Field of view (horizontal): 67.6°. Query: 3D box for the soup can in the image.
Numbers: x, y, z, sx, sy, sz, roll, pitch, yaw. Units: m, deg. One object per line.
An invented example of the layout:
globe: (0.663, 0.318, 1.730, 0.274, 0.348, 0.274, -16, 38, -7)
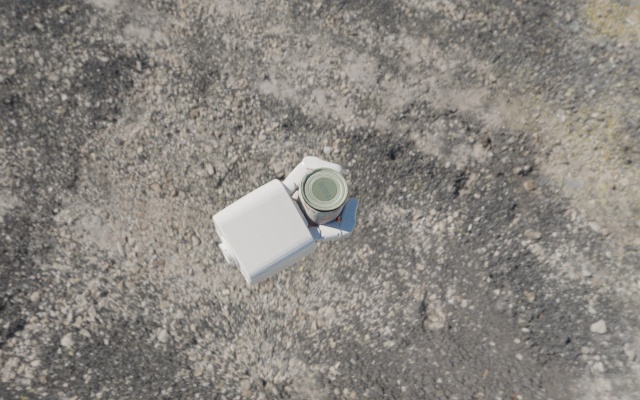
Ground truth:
soup can: (0.001, 0.002, 0.695, 0.068, 0.068, 0.102, 0, -22, -7)
